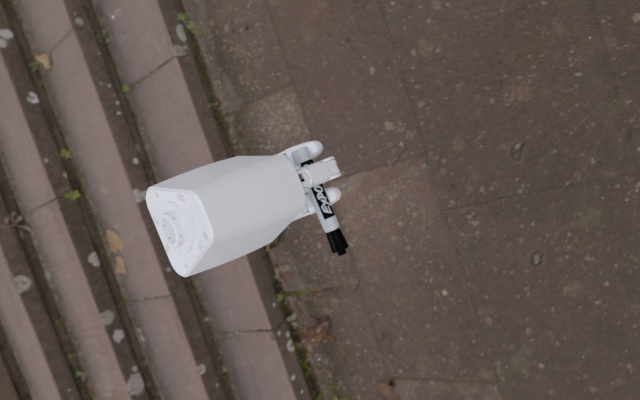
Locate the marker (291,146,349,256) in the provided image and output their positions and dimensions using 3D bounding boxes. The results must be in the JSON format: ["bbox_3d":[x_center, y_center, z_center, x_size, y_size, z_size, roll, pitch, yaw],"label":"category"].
[{"bbox_3d":[0.000,0.002,0.504,0.020,0.121,0.020,-23,1,0],"label":"marker"}]
